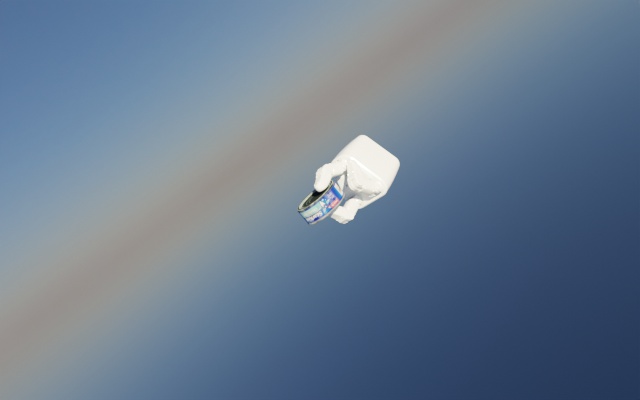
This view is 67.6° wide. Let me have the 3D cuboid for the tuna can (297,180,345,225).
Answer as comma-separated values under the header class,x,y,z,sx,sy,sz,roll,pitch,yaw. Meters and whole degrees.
class,x,y,z,sx,sy,sz,roll,pitch,yaw
tuna can,0.000,0.002,0.856,0.086,0.034,0.086,-38,13,11
